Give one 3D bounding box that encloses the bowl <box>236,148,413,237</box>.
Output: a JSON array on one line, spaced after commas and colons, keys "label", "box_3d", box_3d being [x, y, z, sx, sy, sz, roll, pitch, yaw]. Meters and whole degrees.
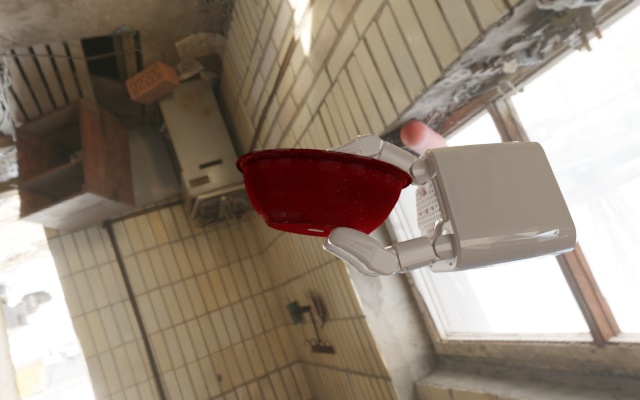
[{"label": "bowl", "box_3d": [-0.001, 0.002, 0.436, 0.162, 0.055, 0.162, 6, -10, 1]}]
